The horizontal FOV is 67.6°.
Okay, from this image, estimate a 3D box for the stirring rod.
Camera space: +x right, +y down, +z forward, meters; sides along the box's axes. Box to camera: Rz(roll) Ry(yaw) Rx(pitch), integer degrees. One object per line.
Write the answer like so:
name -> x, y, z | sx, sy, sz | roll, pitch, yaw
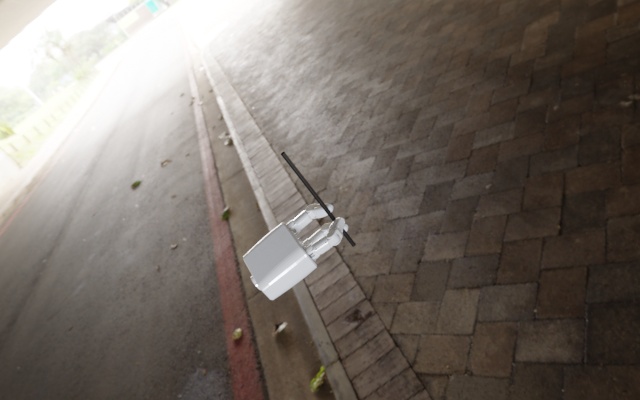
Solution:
stirring rod -> 0.000, 0.003, 0.879 | 0.011, 0.240, 0.011 | -29, 29, 17
